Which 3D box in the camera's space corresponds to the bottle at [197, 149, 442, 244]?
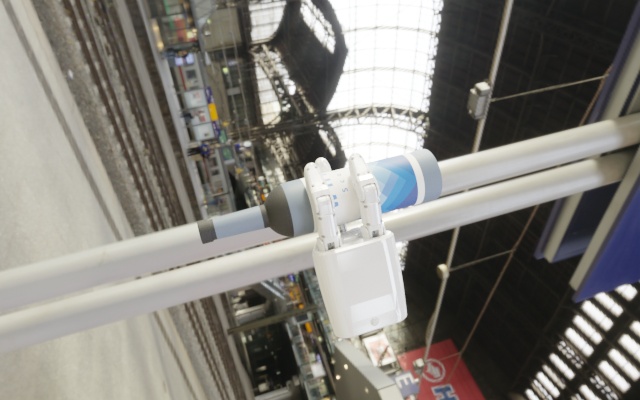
[{"bbox_3d":[0.000,0.002,0.582,0.295,0.069,0.069,-14,3,-12],"label":"bottle"}]
